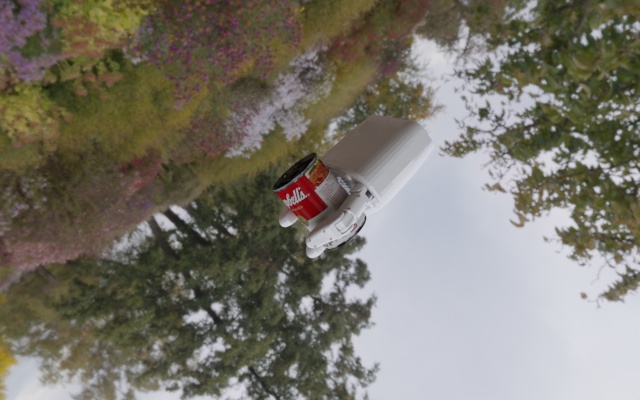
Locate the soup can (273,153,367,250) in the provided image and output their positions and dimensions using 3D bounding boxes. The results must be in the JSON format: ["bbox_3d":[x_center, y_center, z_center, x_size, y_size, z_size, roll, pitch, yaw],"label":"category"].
[{"bbox_3d":[0.000,0.002,0.581,0.068,0.102,0.068,-37,17,13],"label":"soup can"}]
